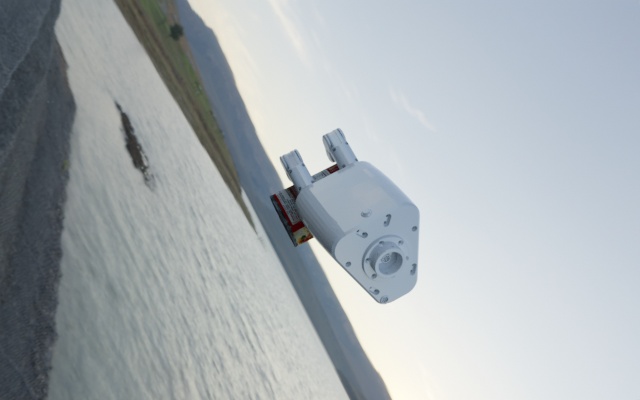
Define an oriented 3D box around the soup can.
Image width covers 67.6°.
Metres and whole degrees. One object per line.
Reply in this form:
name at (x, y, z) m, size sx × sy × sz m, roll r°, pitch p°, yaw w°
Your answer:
soup can at (0.000, 0.002, 0.565) m, size 0.102 × 0.068 × 0.068 m, roll -27°, pitch 4°, yaw -7°
